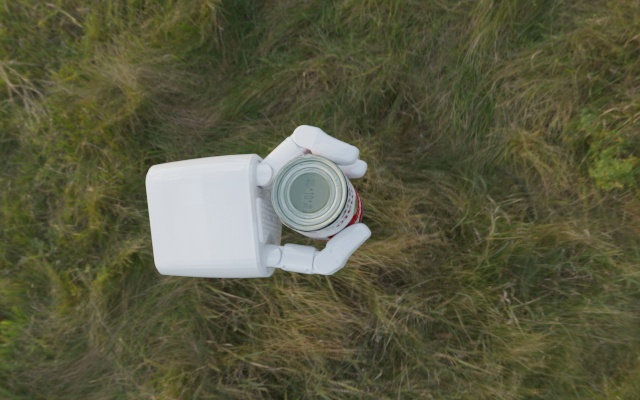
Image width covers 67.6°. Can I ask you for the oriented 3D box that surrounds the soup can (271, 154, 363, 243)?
[{"bbox_3d":[0.000,0.002,0.442,0.068,0.068,0.102,0,-10,12],"label":"soup can"}]
